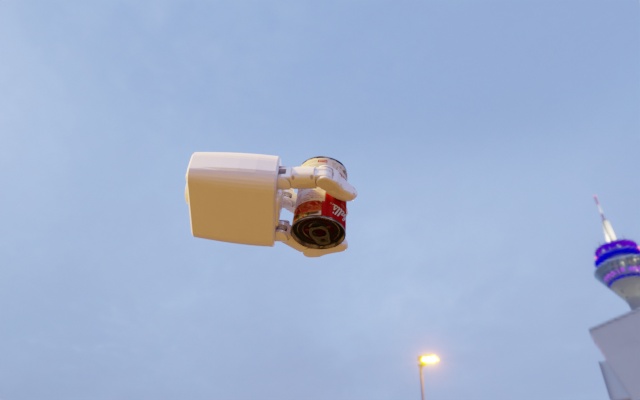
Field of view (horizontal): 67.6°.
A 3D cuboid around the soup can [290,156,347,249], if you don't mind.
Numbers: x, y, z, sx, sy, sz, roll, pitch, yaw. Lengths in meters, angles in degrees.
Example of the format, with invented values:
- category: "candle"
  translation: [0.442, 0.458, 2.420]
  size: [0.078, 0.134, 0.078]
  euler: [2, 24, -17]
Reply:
- category: "soup can"
  translation: [0.001, 0.002, 0.612]
  size: [0.068, 0.102, 0.069]
  euler: [3, -39, 2]
